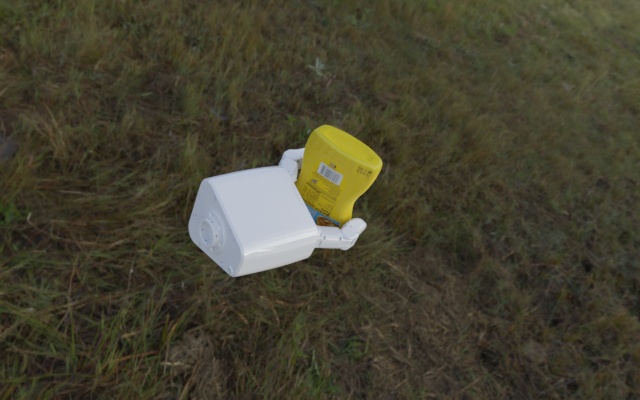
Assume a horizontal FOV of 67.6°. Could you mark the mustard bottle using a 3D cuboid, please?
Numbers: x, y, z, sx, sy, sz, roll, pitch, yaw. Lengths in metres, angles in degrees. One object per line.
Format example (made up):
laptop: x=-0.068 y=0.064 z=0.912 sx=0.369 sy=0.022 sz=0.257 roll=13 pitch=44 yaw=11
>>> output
mustard bottle: x=0.000 y=0.002 z=0.639 sx=0.096 sy=0.192 sz=0.058 roll=33 pitch=34 yaw=9
